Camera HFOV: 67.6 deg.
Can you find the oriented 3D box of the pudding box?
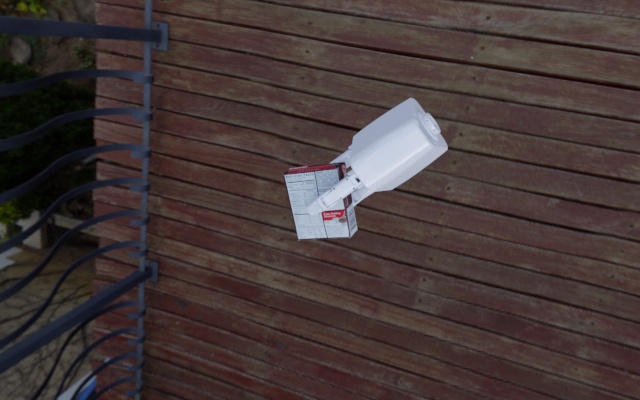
[{"bbox_3d":[0.000,0.002,0.719,0.090,0.113,0.039,-4,17,22],"label":"pudding box"}]
